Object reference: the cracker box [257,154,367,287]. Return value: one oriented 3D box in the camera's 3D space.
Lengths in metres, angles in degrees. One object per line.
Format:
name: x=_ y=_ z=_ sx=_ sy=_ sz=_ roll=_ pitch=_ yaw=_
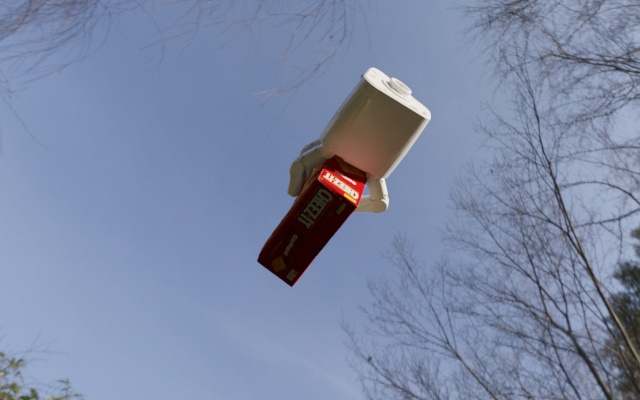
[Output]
cracker box: x=0.000 y=0.002 z=0.717 sx=0.072 sy=0.164 sz=0.213 roll=35 pitch=27 yaw=-3
